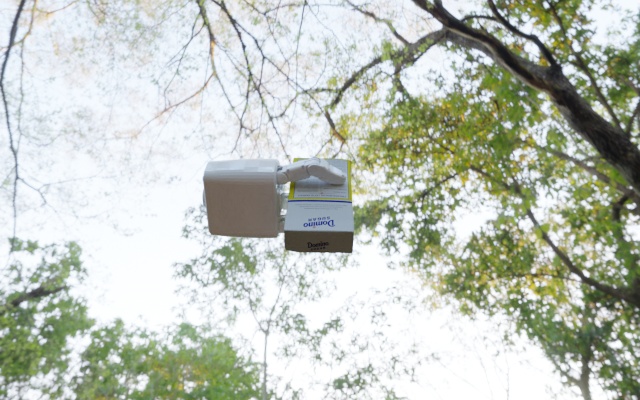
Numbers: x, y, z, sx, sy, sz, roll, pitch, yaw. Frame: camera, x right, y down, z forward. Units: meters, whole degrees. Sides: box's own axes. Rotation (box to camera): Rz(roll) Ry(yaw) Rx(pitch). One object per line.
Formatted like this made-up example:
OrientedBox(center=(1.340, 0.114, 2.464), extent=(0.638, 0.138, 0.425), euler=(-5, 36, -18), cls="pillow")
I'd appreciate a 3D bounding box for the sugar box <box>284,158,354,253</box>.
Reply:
OrientedBox(center=(0.000, 0.003, 0.690), extent=(0.093, 0.048, 0.176), euler=(2, 40, 2), cls="sugar box")
